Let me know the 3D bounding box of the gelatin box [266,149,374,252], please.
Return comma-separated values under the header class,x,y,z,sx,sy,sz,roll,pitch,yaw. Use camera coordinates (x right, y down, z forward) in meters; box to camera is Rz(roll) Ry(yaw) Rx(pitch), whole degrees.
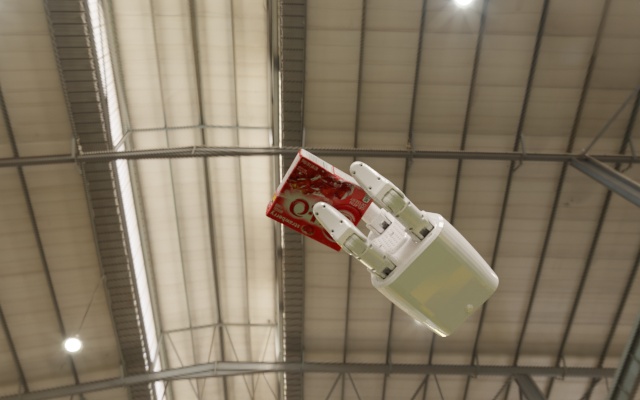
class,x,y,z,sx,sy,sz,roll,pitch,yaw
gelatin box,0.000,0.001,0.488,0.089,0.073,0.030,28,17,-14
